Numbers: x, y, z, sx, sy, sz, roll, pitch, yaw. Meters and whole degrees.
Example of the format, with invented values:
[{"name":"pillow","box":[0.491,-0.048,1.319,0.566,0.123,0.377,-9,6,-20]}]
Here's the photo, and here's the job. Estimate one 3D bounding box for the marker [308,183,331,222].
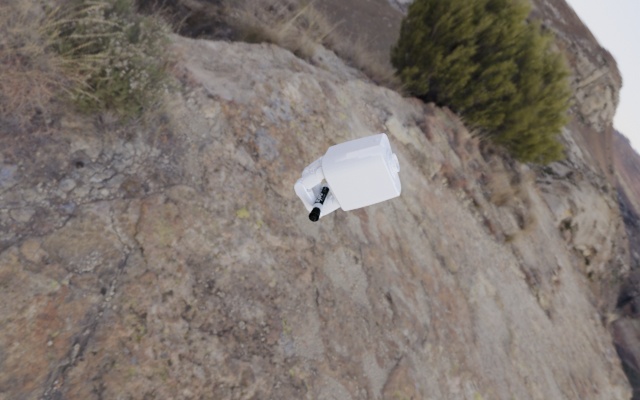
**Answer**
[{"name":"marker","box":[0.000,0.003,0.850,0.020,0.020,0.121,0,27,14]}]
